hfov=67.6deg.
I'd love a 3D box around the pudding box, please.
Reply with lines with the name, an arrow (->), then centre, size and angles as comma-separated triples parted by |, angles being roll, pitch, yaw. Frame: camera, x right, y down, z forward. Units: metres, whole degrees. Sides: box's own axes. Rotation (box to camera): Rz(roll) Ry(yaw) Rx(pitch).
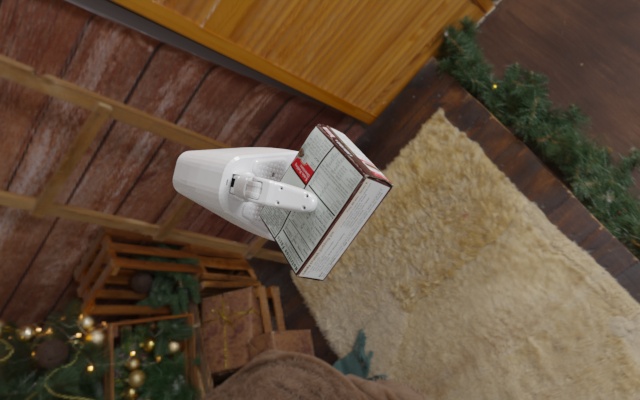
pudding box -> 0.000, 0.001, 0.429 | 0.039, 0.113, 0.090 | 13, 28, -42
